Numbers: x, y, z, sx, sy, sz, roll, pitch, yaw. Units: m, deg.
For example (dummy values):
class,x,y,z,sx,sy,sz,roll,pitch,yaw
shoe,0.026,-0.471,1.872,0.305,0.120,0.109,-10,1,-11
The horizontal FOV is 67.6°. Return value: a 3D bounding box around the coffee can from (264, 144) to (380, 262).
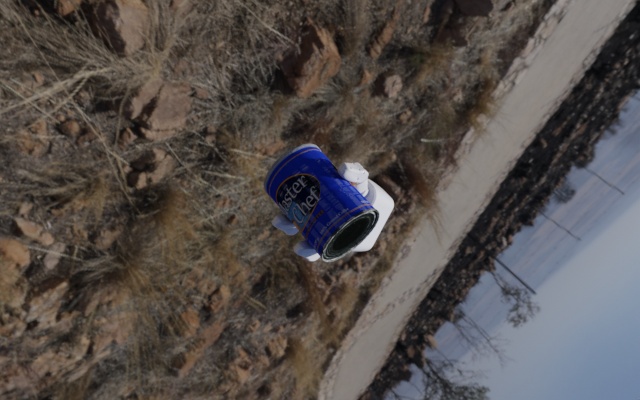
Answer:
class,x,y,z,sx,sy,sz,roll,pitch,yaw
coffee can,0.000,0.002,0.681,0.140,0.103,0.103,49,25,24
